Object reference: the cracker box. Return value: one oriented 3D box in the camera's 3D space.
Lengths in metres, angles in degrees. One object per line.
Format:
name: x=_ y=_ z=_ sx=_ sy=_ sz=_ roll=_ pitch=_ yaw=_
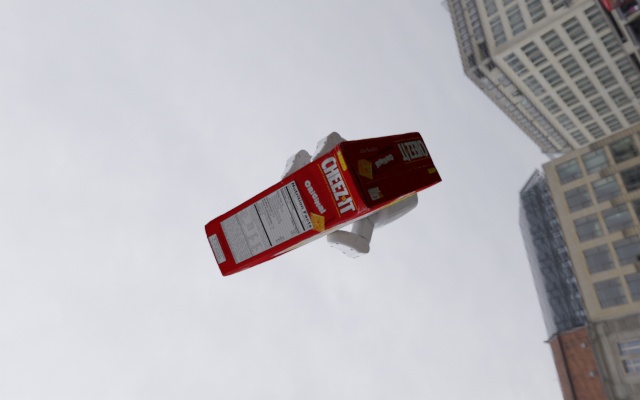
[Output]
cracker box: x=0.000 y=0.002 z=0.528 sx=0.214 sy=0.072 sz=0.164 roll=-28 pitch=-6 yaw=37
